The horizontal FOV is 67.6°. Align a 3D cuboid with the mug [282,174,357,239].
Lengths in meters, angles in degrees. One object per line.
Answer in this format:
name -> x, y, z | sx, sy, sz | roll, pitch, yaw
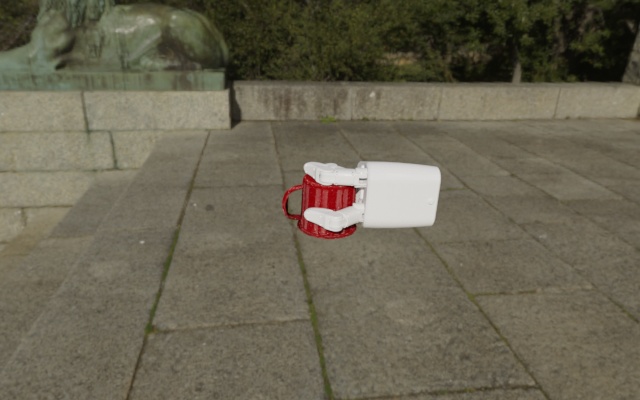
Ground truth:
mug -> -0.001, 0.002, 0.728 | 0.117, 0.081, 0.093 | 1, 22, -7
